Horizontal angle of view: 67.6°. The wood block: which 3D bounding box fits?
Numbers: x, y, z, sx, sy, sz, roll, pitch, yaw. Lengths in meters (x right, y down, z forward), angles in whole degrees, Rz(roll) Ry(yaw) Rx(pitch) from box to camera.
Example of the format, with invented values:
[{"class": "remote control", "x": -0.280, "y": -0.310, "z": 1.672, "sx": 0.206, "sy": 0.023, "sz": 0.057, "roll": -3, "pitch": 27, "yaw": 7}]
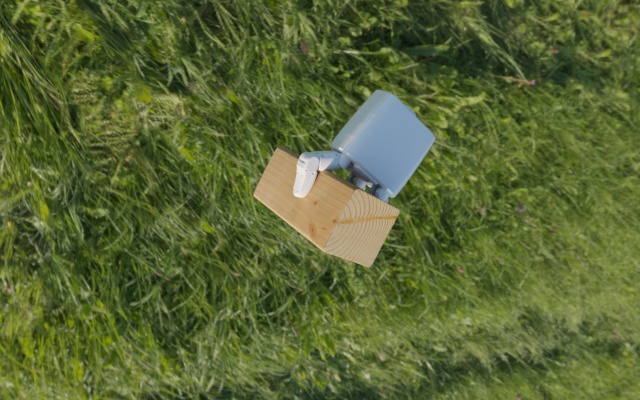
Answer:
[{"class": "wood block", "x": 0.000, "y": 0.002, "z": 0.684, "sx": 0.091, "sy": 0.090, "sz": 0.206, "roll": 24, "pitch": 5, "yaw": -38}]
